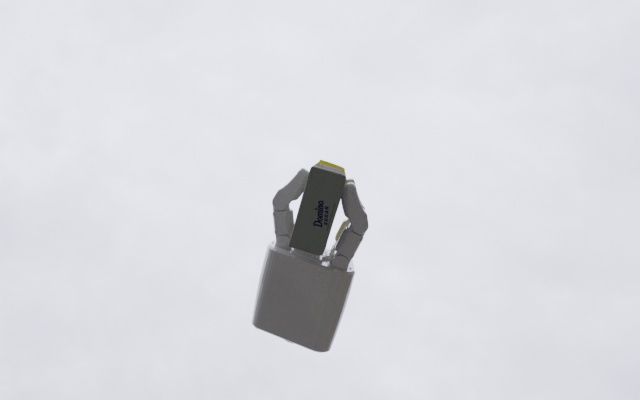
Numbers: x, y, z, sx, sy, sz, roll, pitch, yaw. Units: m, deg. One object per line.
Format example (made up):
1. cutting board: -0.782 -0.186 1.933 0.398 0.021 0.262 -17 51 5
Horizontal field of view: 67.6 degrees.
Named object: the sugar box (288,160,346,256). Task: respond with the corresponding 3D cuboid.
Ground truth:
1. sugar box: 0.001 0.002 0.588 0.048 0.093 0.176 16 8 -2
